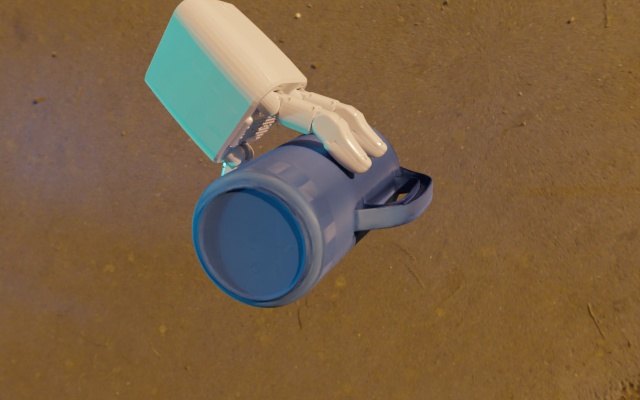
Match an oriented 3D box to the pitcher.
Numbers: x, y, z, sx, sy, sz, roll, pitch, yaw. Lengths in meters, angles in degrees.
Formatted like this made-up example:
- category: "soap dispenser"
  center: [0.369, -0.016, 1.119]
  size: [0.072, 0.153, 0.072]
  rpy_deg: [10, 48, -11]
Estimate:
- category: "pitcher"
  center: [0.000, 0.001, 0.448]
  size: [0.149, 0.145, 0.242]
  rpy_deg: [-43, -2, 25]
